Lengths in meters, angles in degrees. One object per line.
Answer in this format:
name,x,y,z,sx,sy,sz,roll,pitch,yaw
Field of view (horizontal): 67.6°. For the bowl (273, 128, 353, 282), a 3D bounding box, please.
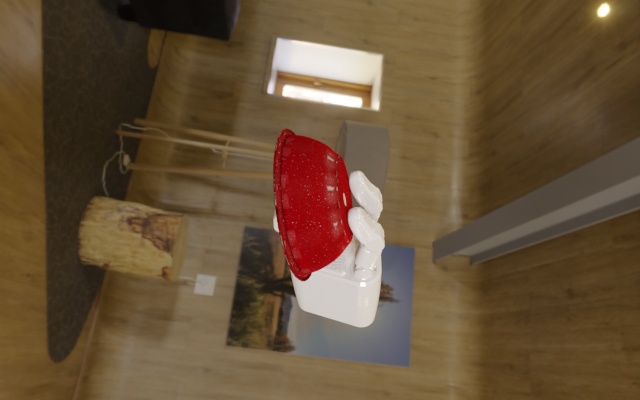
bowl,0.000,0.001,0.499,0.055,0.162,0.162,-7,-1,12
